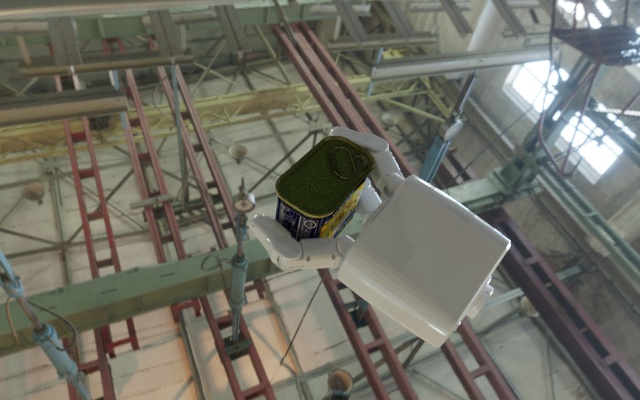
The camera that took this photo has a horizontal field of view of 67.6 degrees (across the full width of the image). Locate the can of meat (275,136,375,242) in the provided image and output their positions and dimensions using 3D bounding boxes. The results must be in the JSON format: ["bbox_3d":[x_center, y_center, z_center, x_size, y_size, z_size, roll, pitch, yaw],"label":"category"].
[{"bbox_3d":[0.000,0.002,0.456,0.057,0.084,0.102,32,52,16],"label":"can of meat"}]
